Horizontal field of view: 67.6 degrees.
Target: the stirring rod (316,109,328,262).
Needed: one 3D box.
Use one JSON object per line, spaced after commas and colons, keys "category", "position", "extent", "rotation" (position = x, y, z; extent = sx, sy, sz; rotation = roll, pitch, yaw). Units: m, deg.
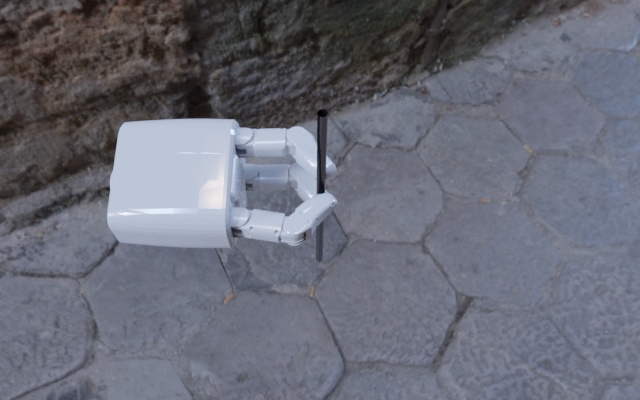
{"category": "stirring rod", "position": [0.000, 0.002, 0.455], "extent": [0.011, 0.011, 0.240], "rotation": [0, -33, -1]}
